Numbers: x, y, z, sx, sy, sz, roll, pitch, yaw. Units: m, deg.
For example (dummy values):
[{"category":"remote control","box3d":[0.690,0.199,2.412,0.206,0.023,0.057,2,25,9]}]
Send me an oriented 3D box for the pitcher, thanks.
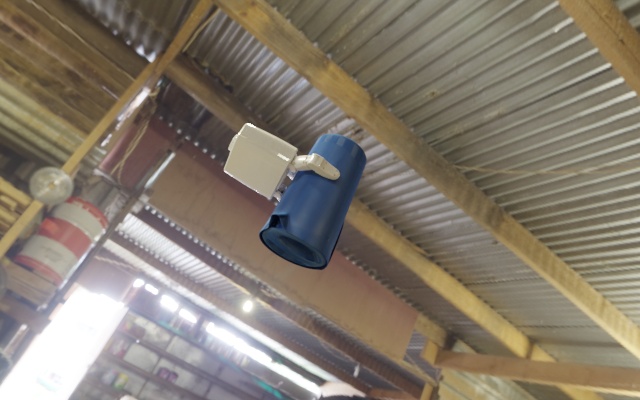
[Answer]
[{"category":"pitcher","box3d":[0.000,0.003,0.897,0.145,0.242,0.149,29,-27,-4]}]
